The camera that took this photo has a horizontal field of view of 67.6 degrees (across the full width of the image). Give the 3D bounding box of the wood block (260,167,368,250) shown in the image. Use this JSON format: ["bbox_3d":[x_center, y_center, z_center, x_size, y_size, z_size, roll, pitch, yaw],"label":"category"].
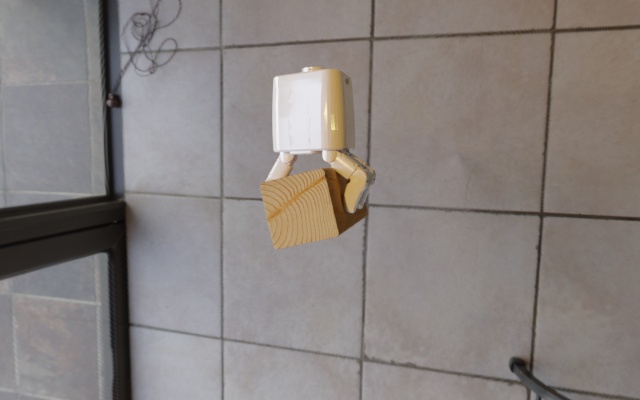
[{"bbox_3d":[0.000,0.002,0.697,0.091,0.090,0.206,-12,2,17],"label":"wood block"}]
